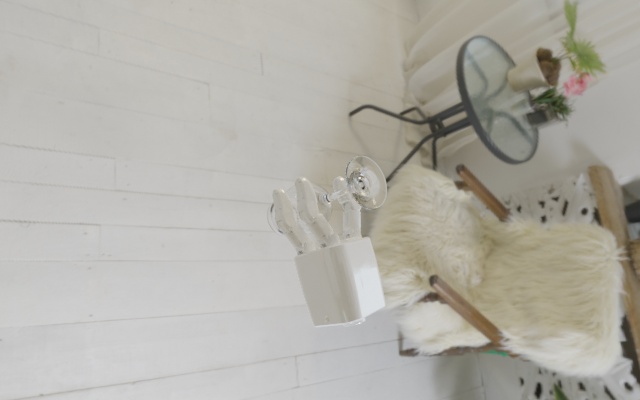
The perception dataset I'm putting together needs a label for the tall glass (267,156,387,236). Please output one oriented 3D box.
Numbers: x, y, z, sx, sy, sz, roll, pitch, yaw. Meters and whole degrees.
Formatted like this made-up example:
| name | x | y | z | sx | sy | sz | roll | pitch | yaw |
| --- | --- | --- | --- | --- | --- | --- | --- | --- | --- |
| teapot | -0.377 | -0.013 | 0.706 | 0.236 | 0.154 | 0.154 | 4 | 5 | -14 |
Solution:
| name | x | y | z | sx | sy | sz | roll | pitch | yaw |
| --- | --- | --- | --- | --- | --- | --- | --- | --- | --- |
| tall glass | 0.001 | 0.002 | 0.701 | 0.079 | 0.079 | 0.201 | 0 | -15 | -40 |
